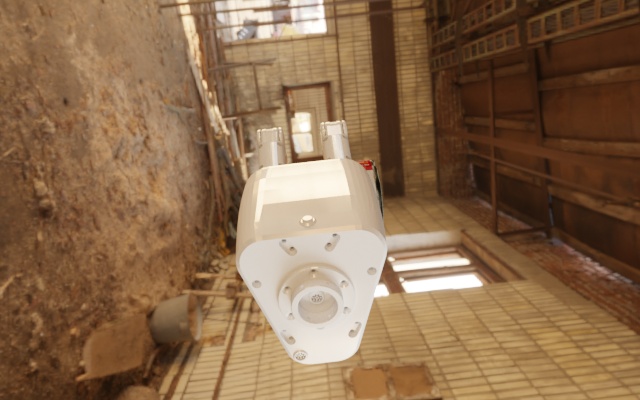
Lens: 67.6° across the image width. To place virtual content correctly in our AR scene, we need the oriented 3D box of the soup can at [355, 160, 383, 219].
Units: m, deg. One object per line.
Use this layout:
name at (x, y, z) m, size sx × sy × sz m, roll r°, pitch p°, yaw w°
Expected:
soup can at (0.000, 0.001, 0.425) m, size 0.102 × 0.068 × 0.068 m, roll -6°, pitch 0°, yaw 0°
